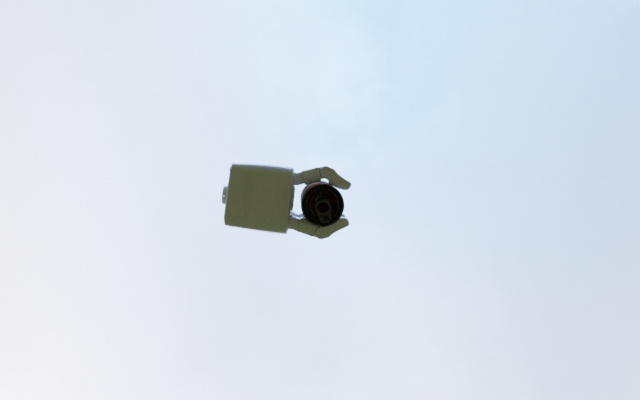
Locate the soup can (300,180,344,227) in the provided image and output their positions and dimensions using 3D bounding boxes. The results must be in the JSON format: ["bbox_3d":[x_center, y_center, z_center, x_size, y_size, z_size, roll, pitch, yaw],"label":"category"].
[{"bbox_3d":[0.001,0.002,0.792,0.068,0.068,0.102,0,6,-4],"label":"soup can"}]
